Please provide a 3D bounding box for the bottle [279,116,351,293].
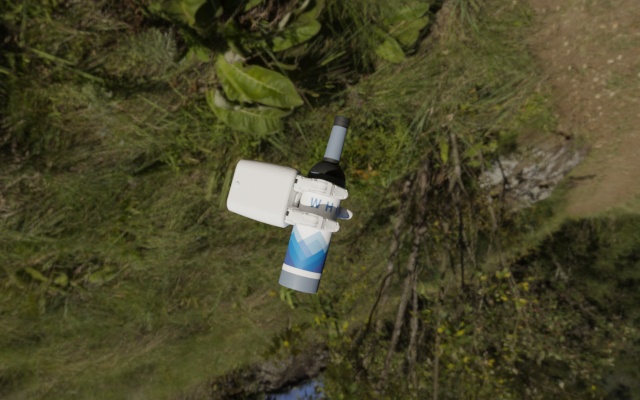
[{"bbox_3d":[0.000,0.003,0.799,0.069,0.295,0.069,15,-3,1],"label":"bottle"}]
